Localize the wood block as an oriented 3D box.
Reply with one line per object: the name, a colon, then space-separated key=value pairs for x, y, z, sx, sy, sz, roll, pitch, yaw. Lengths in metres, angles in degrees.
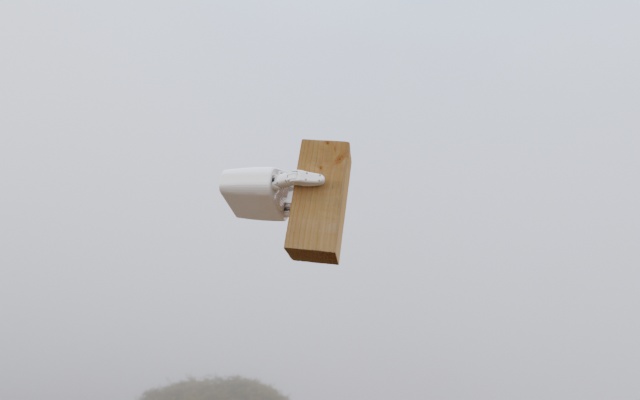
wood block: x=0.000 y=0.003 z=0.865 sx=0.090 sy=0.206 sz=0.091 roll=5 pitch=-20 yaw=9
